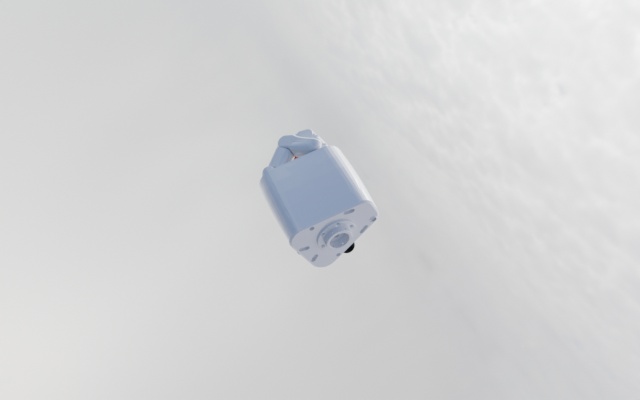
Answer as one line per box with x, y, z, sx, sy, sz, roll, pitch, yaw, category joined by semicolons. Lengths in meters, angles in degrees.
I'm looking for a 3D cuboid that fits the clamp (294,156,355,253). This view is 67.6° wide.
0.001;0.002;0.697;0.039;0.120;0.171;-35;-41;6;clamp
